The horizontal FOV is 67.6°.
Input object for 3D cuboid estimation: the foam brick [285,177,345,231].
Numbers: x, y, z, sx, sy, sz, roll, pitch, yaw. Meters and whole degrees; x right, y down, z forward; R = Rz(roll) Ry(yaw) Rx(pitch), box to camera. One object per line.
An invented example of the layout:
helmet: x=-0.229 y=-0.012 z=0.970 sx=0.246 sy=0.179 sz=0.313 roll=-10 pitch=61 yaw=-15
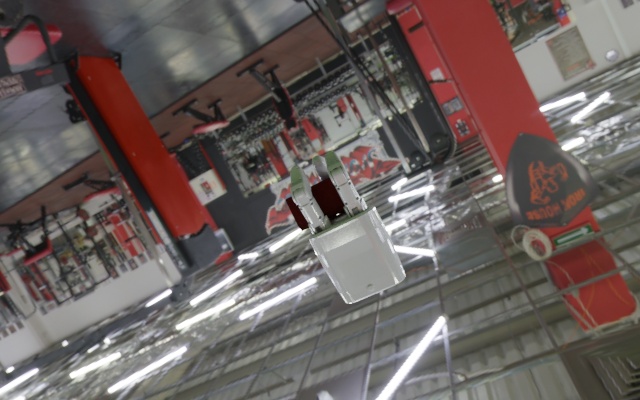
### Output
foam brick: x=0.000 y=0.002 z=0.669 sx=0.078 sy=0.051 sz=0.053 roll=-26 pitch=1 yaw=15
